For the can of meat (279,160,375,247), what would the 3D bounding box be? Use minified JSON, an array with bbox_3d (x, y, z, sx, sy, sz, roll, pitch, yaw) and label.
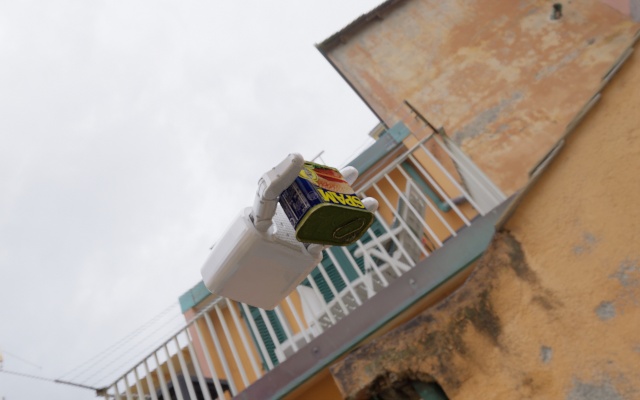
[{"bbox_3d":[0.000,0.002,0.551,0.102,0.057,0.084,11,36,-44],"label":"can of meat"}]
